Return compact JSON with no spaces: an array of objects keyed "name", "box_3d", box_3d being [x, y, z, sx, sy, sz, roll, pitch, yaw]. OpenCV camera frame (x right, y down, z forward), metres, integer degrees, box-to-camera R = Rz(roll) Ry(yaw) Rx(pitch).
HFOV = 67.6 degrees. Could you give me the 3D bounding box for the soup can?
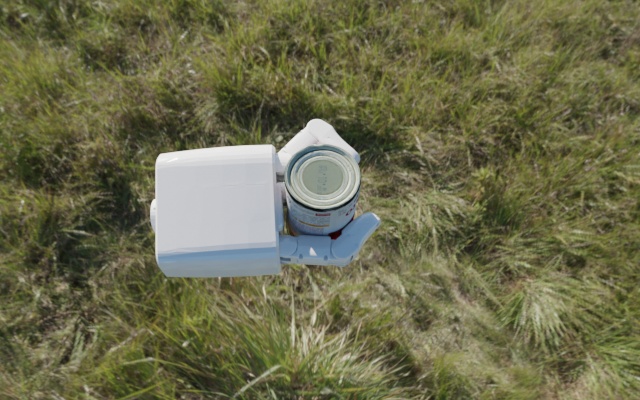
[{"name":"soup can","box_3d":[0.001,0.001,0.446,0.068,0.068,0.102,0,-27,-2]}]
